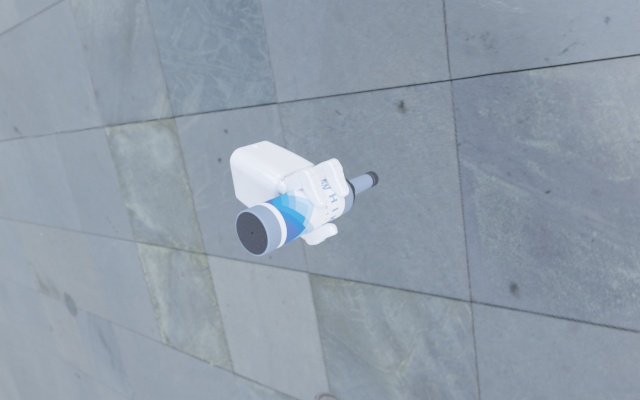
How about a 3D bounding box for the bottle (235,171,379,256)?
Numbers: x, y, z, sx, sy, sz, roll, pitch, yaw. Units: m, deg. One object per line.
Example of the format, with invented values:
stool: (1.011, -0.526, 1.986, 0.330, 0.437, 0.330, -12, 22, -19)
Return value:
bottle: (0.000, 0.003, 0.749, 0.069, 0.069, 0.295, 0, 17, 41)
